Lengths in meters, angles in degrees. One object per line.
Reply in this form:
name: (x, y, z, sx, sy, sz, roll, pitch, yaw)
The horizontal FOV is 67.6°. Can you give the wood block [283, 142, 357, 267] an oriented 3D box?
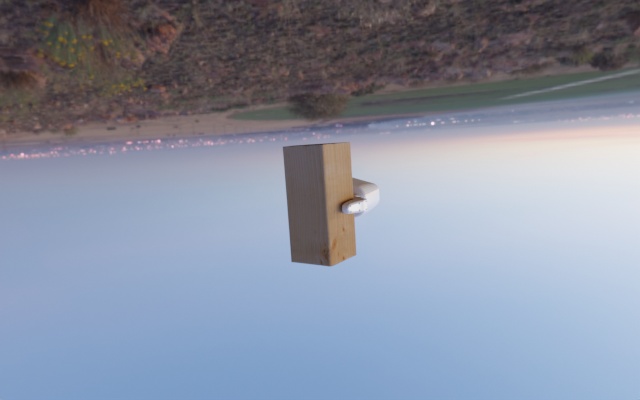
wood block: (0.001, 0.003, 0.850, 0.091, 0.206, 0.090, 1, 9, 35)
